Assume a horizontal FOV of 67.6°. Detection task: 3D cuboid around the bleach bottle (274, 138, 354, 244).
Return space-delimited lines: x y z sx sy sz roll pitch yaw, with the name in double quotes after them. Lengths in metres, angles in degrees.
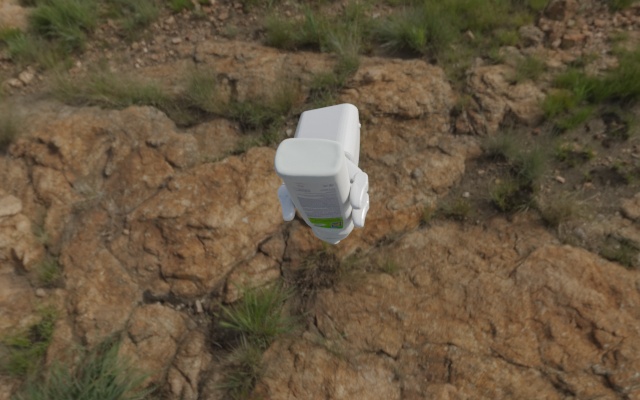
0.000 0.003 0.770 0.102 0.068 0.251 3 -31 10 "bleach bottle"
